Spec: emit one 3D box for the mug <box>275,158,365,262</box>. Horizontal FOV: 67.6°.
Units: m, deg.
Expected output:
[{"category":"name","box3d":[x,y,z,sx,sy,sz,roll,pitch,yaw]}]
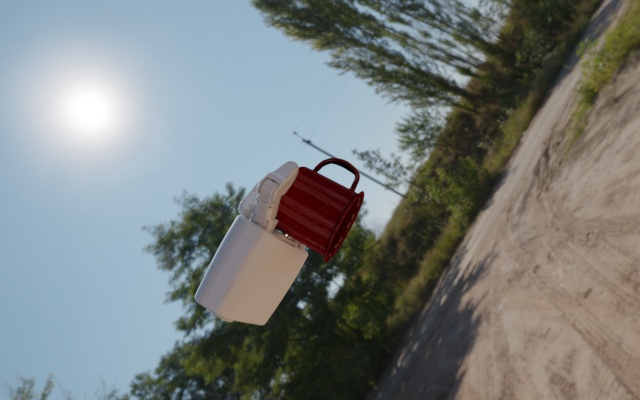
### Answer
[{"category":"mug","box3d":[0.001,0.000,0.560,0.081,0.117,0.093,28,-8,12]}]
